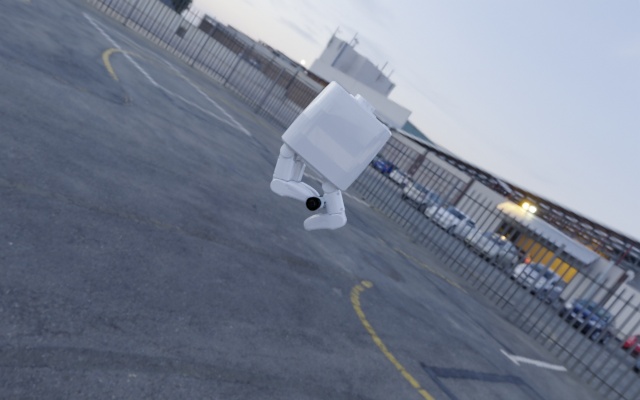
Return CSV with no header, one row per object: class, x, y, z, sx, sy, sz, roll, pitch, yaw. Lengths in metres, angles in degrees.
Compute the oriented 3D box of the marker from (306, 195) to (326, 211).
marker,0.000,0.002,0.673,0.020,0.020,0.121,0,2,11
